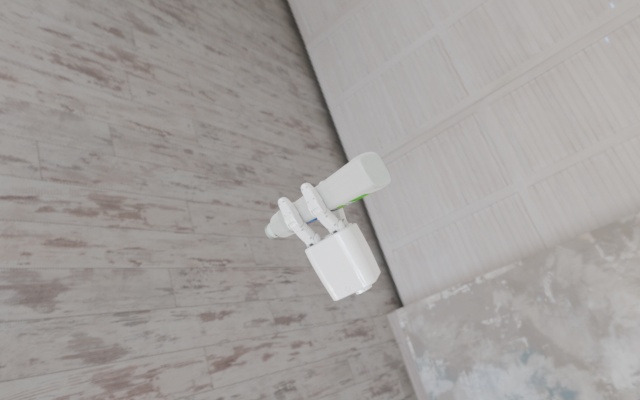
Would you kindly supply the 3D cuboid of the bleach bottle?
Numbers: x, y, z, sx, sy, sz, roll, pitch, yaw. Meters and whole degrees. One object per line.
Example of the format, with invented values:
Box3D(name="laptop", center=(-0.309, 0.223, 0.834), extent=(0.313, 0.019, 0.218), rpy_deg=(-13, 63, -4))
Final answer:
Box3D(name="bleach bottle", center=(0.000, 0.003, 0.872), extent=(0.251, 0.068, 0.102), rpy_deg=(-31, -5, 29))
